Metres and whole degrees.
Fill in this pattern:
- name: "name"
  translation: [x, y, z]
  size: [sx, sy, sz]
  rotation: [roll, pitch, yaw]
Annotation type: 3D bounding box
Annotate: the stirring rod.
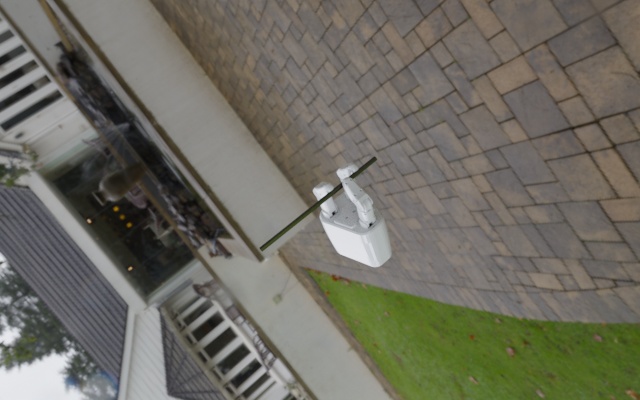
- name: "stirring rod"
  translation: [0.000, 0.002, 0.757]
  size: [0.239, 0.011, 0.011]
  rotation: [-38, 12, -15]
